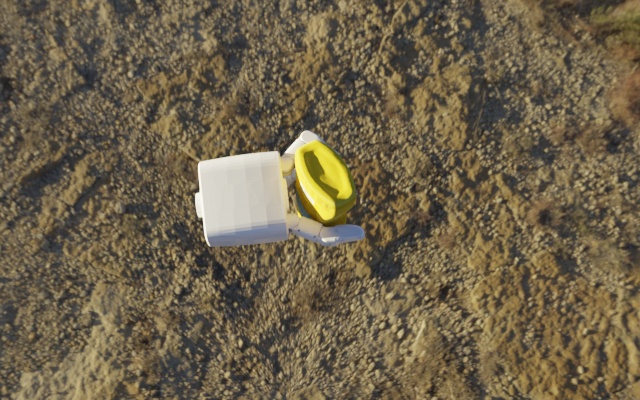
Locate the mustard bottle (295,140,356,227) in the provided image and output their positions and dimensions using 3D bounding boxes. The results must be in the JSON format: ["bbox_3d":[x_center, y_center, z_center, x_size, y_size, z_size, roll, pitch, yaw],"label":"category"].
[{"bbox_3d":[0.000,0.002,0.662,0.058,0.096,0.192,-30,-18,-16],"label":"mustard bottle"}]
